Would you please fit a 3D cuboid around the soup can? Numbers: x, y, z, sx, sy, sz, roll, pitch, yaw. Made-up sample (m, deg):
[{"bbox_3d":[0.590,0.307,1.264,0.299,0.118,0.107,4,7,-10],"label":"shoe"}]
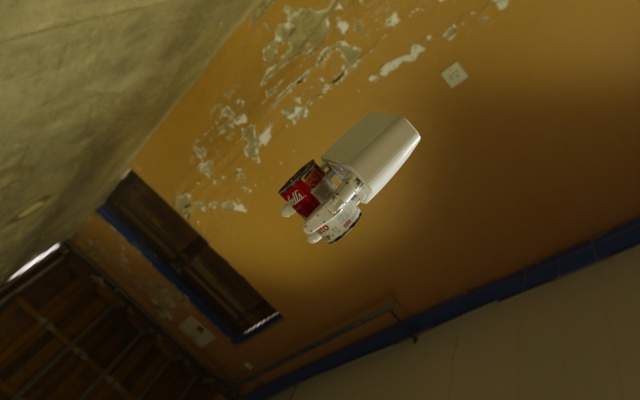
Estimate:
[{"bbox_3d":[0.000,0.003,0.667,0.068,0.102,0.068,-42,10,9],"label":"soup can"}]
